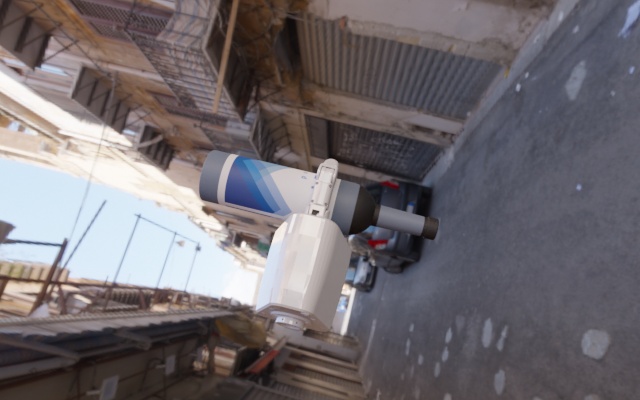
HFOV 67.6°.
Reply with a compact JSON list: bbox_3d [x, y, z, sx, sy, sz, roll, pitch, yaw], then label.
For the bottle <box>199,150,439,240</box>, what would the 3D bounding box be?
[{"bbox_3d":[0.000,0.002,0.600,0.296,0.069,0.069,13,1,4],"label":"bottle"}]
